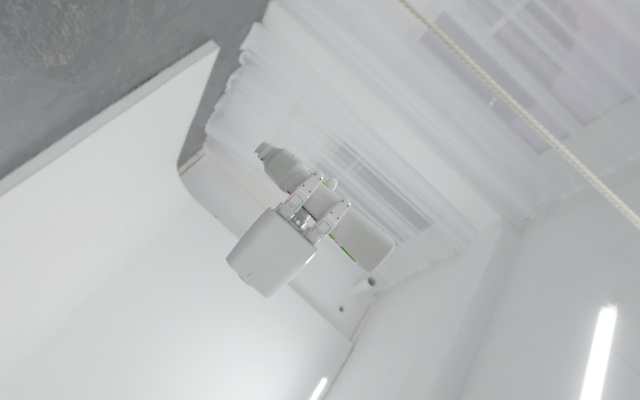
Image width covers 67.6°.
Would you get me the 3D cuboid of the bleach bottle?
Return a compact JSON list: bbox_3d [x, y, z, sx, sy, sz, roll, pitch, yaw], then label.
[{"bbox_3d":[0.000,0.002,0.738,0.251,0.068,0.102,43,-2,-4],"label":"bleach bottle"}]
